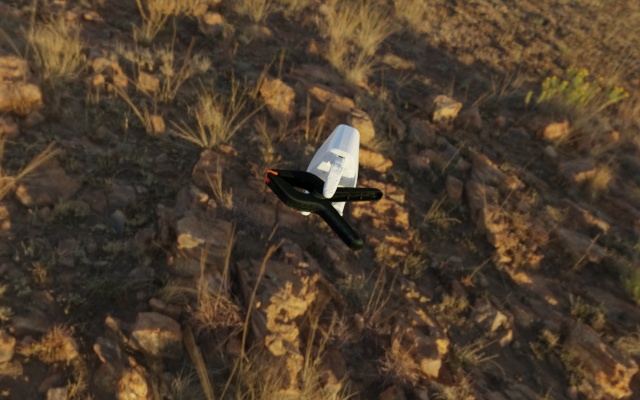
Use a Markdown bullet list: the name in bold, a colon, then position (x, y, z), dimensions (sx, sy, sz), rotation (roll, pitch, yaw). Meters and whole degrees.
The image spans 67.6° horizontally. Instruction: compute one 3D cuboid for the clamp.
- **clamp**: position (0.000, 0.002, 0.816), dimensions (0.210, 0.036, 0.164), rotation (19, 38, -1)
